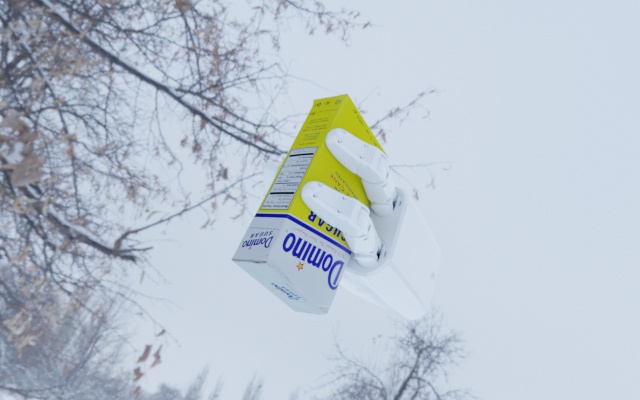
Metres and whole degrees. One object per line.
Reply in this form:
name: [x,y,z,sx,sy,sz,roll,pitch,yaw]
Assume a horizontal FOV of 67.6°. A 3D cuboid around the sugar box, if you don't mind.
sugar box: [0.001,0.001,0.423,0.048,0.176,0.093,-3,-37,37]
